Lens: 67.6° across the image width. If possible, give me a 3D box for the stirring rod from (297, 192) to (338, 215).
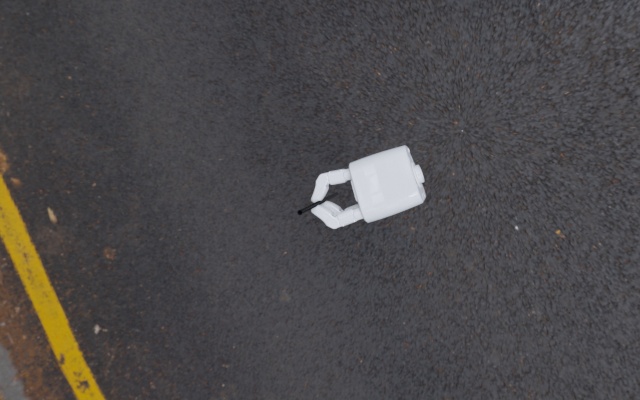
[{"bbox_3d":[0.000,0.003,0.890,0.011,0.011,0.239,0,8,17],"label":"stirring rod"}]
